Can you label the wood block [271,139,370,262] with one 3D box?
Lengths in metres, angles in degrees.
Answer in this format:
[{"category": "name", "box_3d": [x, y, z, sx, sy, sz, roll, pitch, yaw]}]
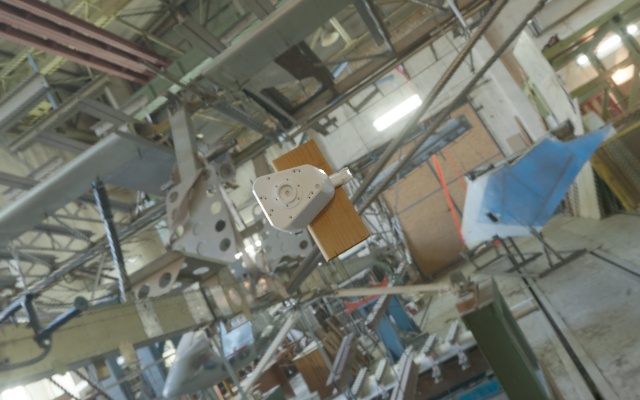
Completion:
[{"category": "wood block", "box_3d": [0.000, 0.003, 0.896, 0.091, 0.206, 0.090, -29, -9, -5]}]
